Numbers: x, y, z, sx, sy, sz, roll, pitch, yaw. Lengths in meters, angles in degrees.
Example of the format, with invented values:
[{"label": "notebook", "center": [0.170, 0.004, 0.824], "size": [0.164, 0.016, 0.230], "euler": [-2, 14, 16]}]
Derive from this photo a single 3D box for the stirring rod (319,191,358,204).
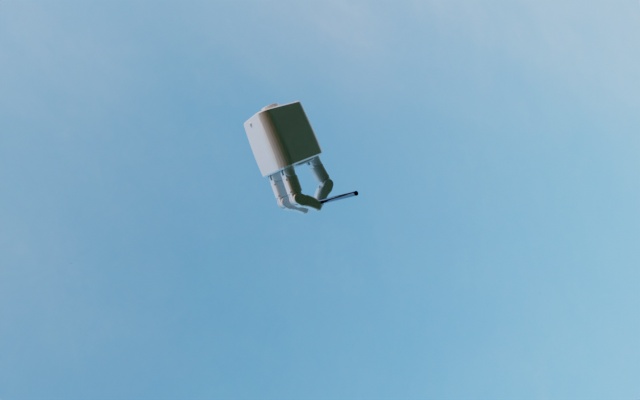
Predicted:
[{"label": "stirring rod", "center": [0.000, 0.003, 0.846], "size": [0.011, 0.011, 0.239], "euler": [0, -7, -28]}]
